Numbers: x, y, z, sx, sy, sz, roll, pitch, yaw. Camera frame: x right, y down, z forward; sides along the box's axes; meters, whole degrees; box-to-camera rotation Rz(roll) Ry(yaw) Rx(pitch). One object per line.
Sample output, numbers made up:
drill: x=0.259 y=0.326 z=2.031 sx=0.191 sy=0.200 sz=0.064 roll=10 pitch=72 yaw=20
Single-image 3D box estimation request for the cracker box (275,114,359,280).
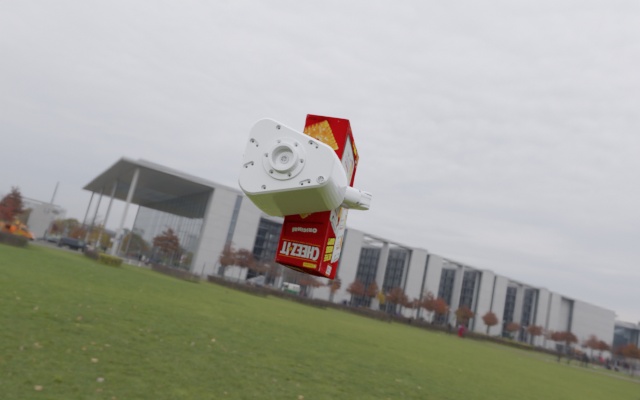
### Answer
cracker box: x=0.000 y=0.002 z=0.716 sx=0.072 sy=0.213 sz=0.164 roll=10 pitch=-11 yaw=11
